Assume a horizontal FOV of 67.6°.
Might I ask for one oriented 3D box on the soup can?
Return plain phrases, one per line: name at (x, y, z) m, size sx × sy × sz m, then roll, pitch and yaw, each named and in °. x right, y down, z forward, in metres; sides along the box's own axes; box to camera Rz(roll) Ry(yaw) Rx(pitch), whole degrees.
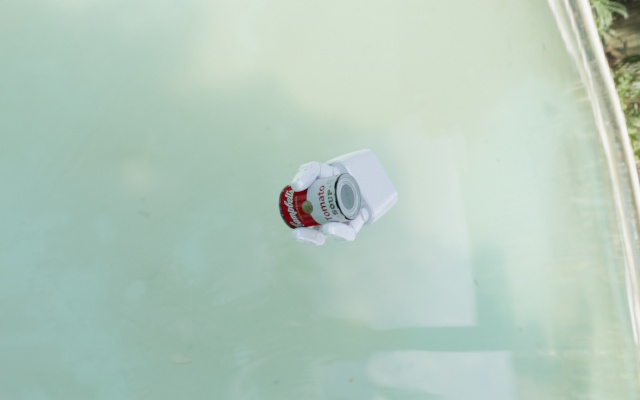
soup can at (0.000, 0.002, 0.684) m, size 0.102 × 0.068 × 0.068 m, roll -11°, pitch -6°, yaw 35°
